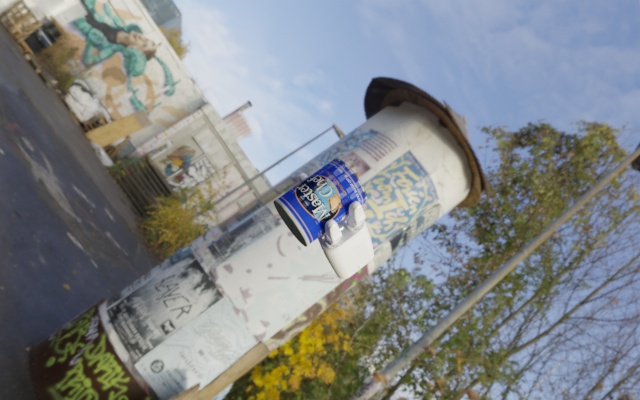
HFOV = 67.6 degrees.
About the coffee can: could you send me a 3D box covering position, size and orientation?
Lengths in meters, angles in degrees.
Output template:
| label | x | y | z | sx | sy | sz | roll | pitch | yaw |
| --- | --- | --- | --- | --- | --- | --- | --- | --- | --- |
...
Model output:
| label | x | y | z | sx | sy | sz | roll | pitch | yaw |
| --- | --- | --- | --- | --- | --- | --- | --- | --- | --- |
| coffee can | 0.000 | 0.003 | 0.874 | 0.140 | 0.103 | 0.103 | -36 | 9 | -12 |
